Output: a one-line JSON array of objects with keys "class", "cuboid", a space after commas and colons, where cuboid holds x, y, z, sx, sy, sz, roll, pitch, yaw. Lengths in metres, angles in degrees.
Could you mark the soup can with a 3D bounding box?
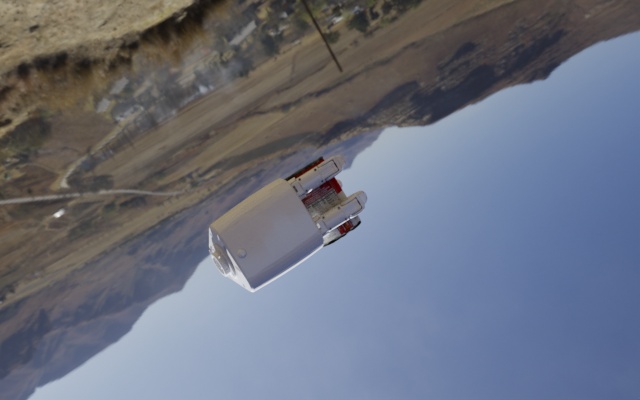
[{"class": "soup can", "cuboid": [0.001, 0.002, 0.629, 0.068, 0.102, 0.068, -32, 4, 3]}]
